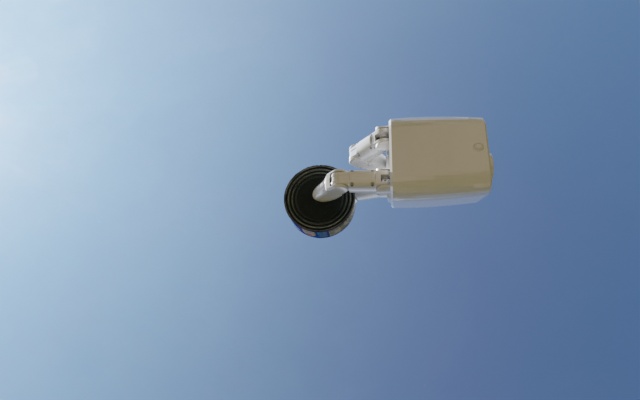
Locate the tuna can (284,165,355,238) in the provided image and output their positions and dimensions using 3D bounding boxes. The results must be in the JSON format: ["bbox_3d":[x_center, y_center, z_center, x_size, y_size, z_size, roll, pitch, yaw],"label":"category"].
[{"bbox_3d":[0.000,0.002,0.585,0.086,0.086,0.034,0,-21,6],"label":"tuna can"}]
